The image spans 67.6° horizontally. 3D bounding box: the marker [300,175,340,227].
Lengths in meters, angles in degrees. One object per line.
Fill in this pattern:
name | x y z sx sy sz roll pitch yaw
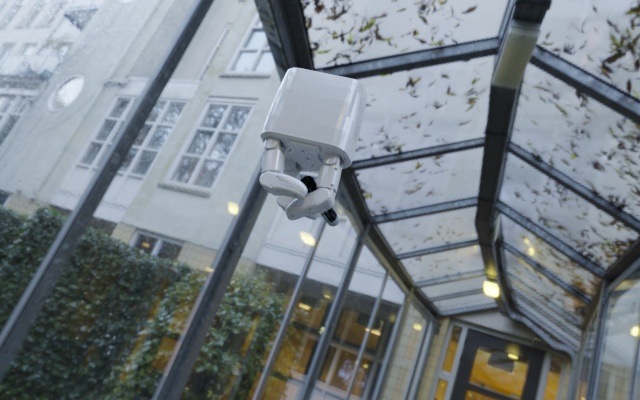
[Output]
marker | 0.000 0.002 0.608 0.020 0.020 0.121 0 -25 20
